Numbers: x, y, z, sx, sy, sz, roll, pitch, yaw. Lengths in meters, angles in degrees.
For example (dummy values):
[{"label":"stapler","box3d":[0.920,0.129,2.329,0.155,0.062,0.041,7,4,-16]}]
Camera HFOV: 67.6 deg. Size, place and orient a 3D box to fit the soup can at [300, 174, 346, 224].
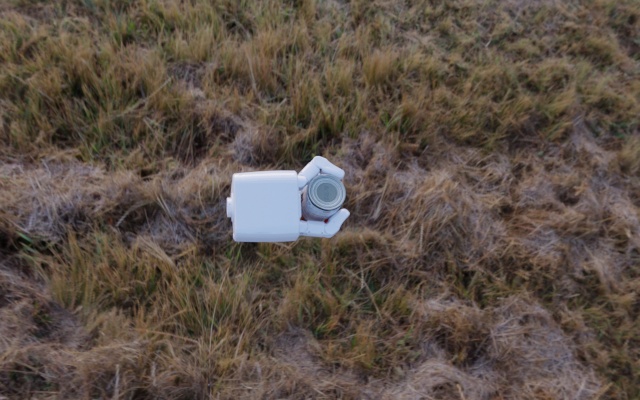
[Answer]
[{"label":"soup can","box3d":[0.001,0.003,0.841,0.068,0.068,0.102,0,-21,-13]}]
